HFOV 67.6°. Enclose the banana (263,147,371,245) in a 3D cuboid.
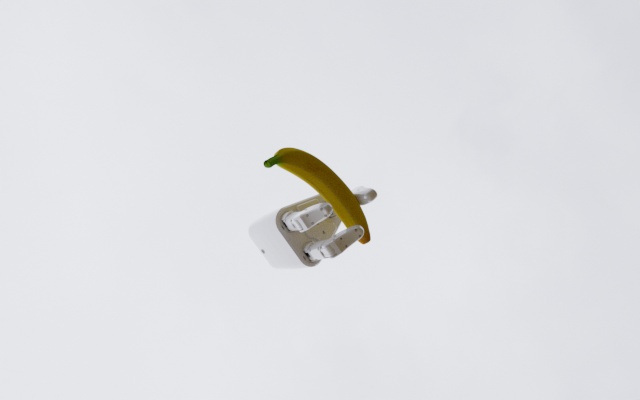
[{"bbox_3d":[0.003,-0.015,0.650,0.198,0.069,0.037,37,-36,-27],"label":"banana"}]
